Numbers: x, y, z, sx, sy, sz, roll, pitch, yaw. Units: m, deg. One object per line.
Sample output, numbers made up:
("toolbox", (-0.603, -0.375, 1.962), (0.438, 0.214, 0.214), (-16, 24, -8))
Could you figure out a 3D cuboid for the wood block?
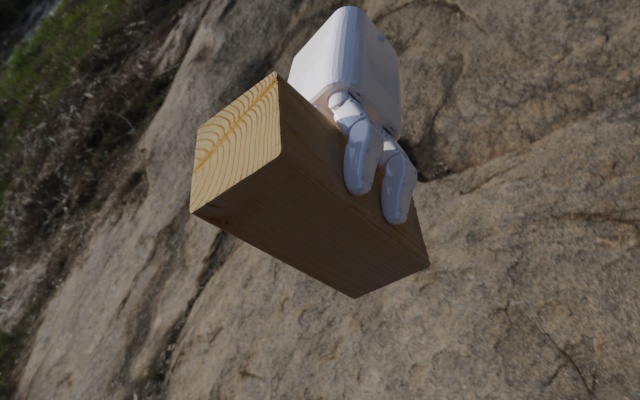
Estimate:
("wood block", (0.000, 0.001, 0.414), (0.091, 0.090, 0.206), (-29, -43, 27))
